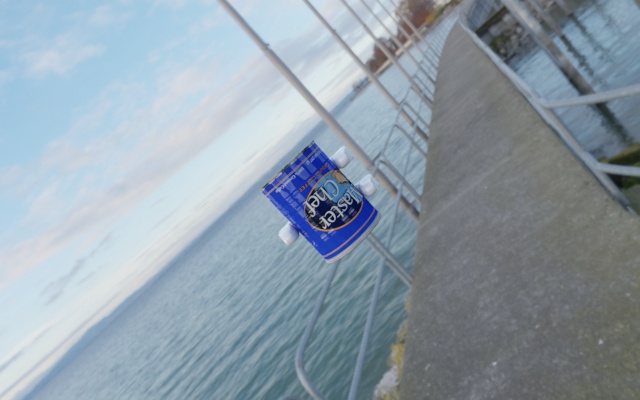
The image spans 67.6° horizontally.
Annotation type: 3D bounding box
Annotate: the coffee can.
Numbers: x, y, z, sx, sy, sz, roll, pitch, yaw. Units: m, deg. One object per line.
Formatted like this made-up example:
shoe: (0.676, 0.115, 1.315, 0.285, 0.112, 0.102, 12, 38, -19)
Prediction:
coffee can: (0.000, 0.002, 0.664, 0.103, 0.140, 0.103, -42, 6, 6)
